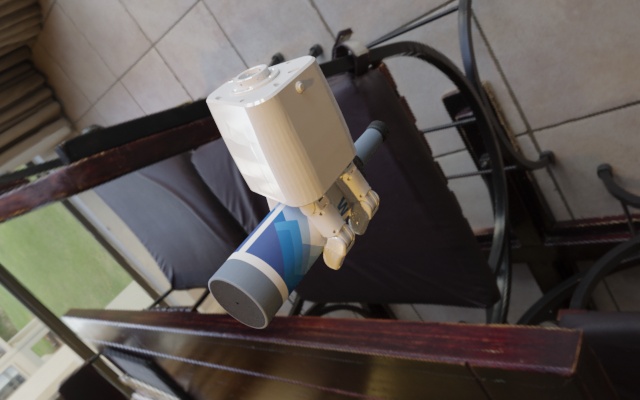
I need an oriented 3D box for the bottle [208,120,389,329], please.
[{"bbox_3d":[0.000,0.002,0.516,0.069,0.069,0.295,0,38,41],"label":"bottle"}]
